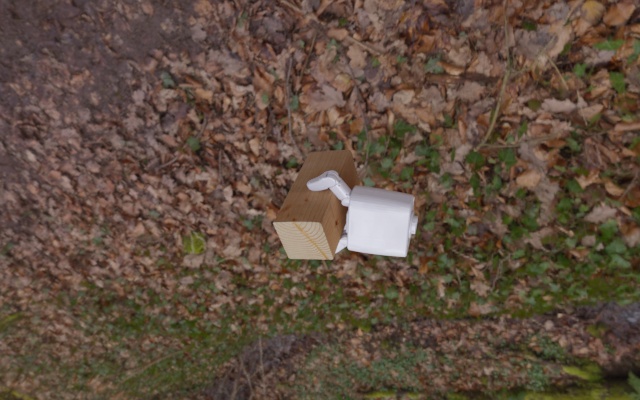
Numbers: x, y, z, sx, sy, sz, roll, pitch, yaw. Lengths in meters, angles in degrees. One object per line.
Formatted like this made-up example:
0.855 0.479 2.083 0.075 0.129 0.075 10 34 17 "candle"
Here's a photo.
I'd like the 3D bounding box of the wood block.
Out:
0.000 0.003 0.885 0.090 0.091 0.206 -1 40 23 "wood block"
